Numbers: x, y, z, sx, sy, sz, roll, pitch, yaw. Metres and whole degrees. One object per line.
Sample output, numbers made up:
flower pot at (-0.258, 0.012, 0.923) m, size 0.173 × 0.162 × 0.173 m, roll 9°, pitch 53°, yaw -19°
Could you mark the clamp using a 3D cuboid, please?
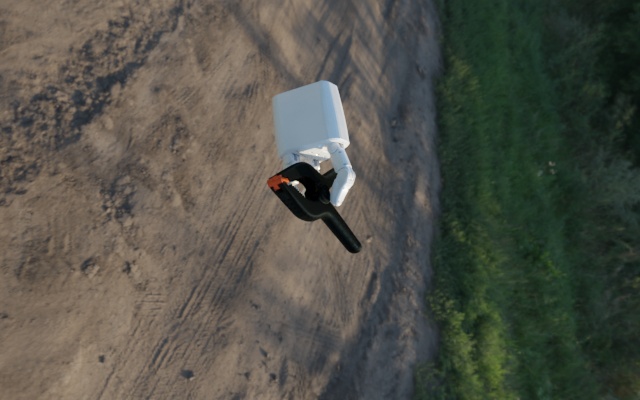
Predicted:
clamp at (0.000, 0.002, 0.756) m, size 0.036 × 0.164 × 0.210 m, roll -20°, pitch -17°, yaw 34°
